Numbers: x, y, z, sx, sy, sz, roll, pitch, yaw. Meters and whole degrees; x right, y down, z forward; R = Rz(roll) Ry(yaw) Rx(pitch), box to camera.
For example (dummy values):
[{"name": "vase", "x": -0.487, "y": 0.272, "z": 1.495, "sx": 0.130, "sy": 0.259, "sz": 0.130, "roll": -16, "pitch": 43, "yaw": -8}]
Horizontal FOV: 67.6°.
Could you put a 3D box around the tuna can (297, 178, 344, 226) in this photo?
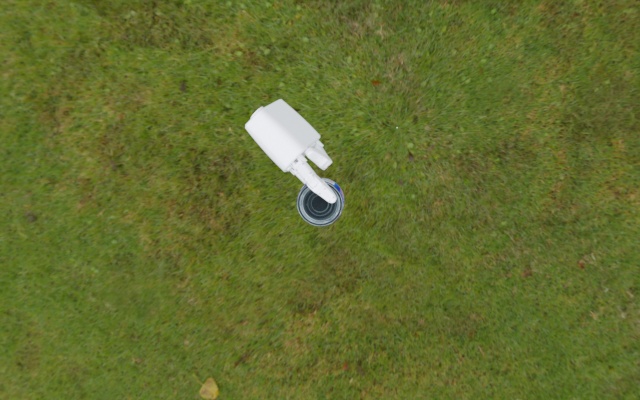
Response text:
[{"name": "tuna can", "x": 0.000, "y": 0.003, "z": 0.871, "sx": 0.086, "sy": 0.086, "sz": 0.033, "roll": 0, "pitch": 13, "yaw": 5}]
